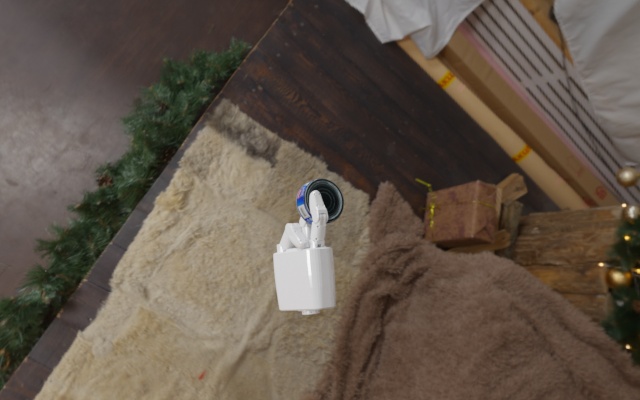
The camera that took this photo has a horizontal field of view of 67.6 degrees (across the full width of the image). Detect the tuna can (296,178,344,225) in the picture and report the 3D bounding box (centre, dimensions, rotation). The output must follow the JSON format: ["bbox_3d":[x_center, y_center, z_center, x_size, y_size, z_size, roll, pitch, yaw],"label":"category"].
[{"bbox_3d":[0.000,0.003,0.880,0.086,0.086,0.034,0,-13,-30],"label":"tuna can"}]
